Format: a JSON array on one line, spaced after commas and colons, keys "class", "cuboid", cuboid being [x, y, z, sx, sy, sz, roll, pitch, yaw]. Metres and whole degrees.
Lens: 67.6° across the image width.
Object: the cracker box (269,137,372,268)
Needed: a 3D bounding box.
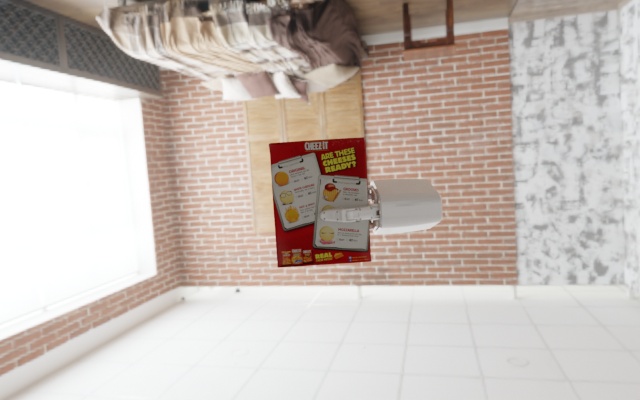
[{"class": "cracker box", "cuboid": [0.000, 0.003, 0.833, 0.164, 0.214, 0.072, -4, 5, -2]}]
